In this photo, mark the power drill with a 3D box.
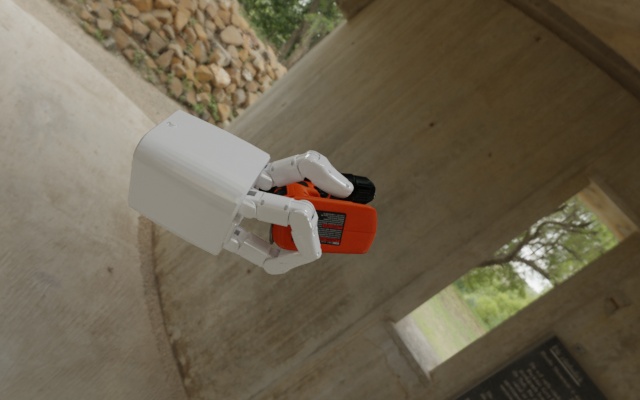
[{"bbox_3d":[0.000,0.002,0.557,0.184,0.057,0.187,4,15,-15],"label":"power drill"}]
